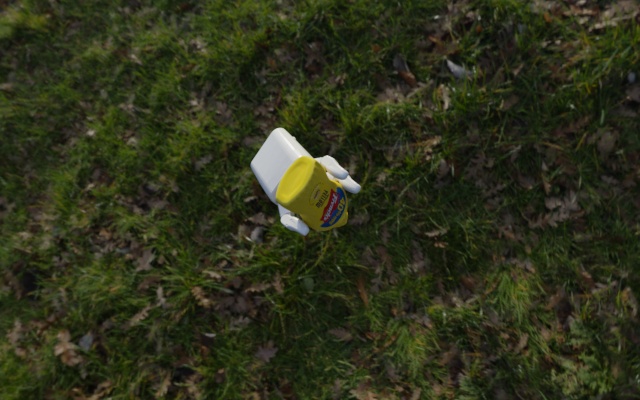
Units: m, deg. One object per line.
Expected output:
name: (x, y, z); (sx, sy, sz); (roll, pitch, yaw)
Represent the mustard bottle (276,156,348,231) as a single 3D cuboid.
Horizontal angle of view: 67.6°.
mustard bottle: (0.000, 0.003, 0.869); (0.058, 0.096, 0.192); (23, -11, 36)
